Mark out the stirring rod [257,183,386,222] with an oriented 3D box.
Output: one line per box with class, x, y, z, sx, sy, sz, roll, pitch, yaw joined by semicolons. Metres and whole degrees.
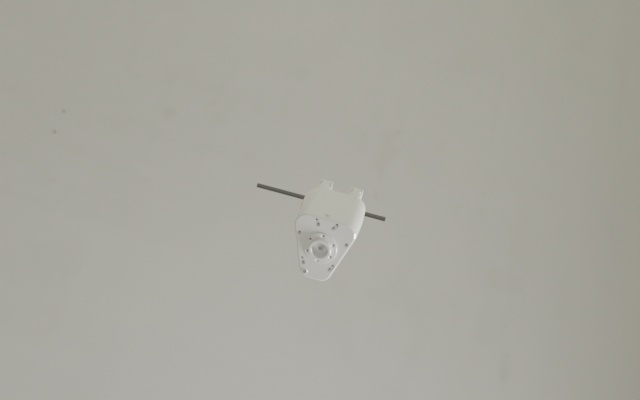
stirring rod;0.000;0.003;0.865;0.239;0.011;0.011;15;1;5
